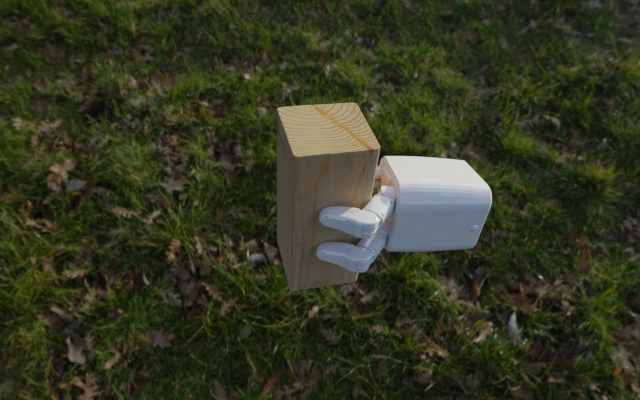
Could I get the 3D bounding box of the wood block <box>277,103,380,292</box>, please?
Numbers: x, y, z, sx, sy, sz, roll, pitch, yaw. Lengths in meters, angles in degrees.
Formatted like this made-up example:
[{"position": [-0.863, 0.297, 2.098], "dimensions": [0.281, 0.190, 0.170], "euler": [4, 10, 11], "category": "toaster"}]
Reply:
[{"position": [0.000, 0.001, 0.552], "dimensions": [0.090, 0.206, 0.090], "euler": [-7, 43, -12], "category": "wood block"}]
